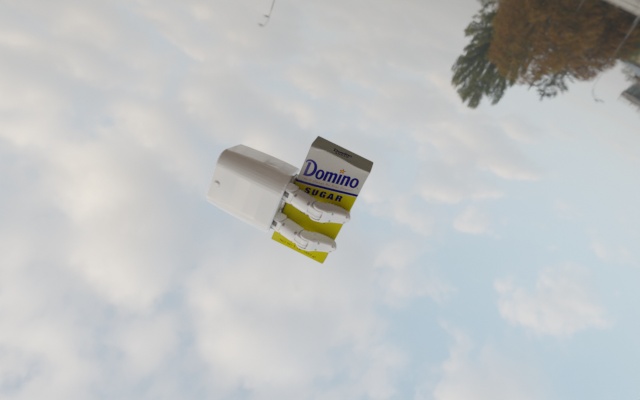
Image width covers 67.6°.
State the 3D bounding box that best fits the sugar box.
[{"bbox_3d":[0.000,0.003,0.713,0.093,0.176,0.048,25,32,1],"label":"sugar box"}]
